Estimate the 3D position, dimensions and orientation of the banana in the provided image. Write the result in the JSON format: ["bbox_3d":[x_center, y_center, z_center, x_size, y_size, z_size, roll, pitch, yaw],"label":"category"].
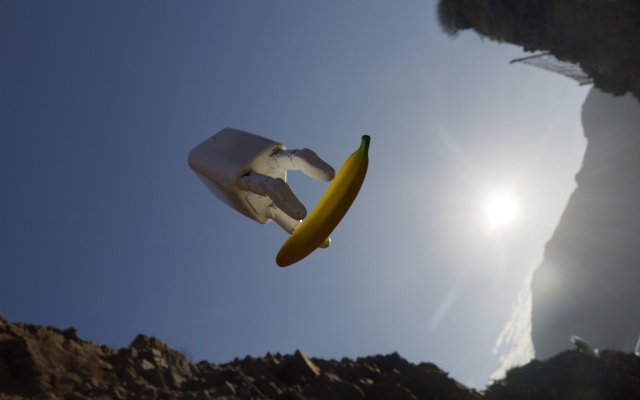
[{"bbox_3d":[0.008,0.007,0.614,0.037,0.197,0.070,26,-14,31],"label":"banana"}]
